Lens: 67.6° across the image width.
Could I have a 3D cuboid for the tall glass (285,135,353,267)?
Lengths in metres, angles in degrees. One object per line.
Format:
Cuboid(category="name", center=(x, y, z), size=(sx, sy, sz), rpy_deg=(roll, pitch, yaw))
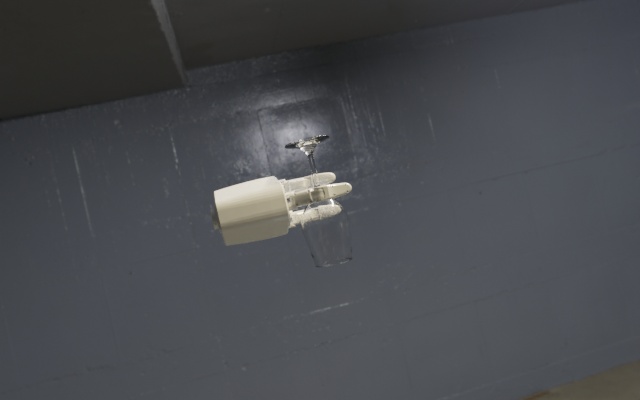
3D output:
Cuboid(category="tall glass", center=(0.000, 0.002, 0.766), size=(0.079, 0.201, 0.079), rpy_deg=(-13, -1, 0))
